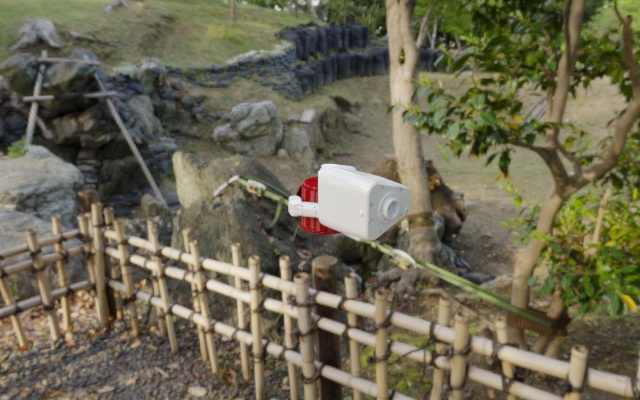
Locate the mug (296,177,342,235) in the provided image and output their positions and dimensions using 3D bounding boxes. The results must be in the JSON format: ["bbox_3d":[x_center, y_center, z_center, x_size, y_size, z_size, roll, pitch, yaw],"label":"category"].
[{"bbox_3d":[-0.001,0.002,0.851,0.093,0.081,0.117,-17,25,-41],"label":"mug"}]
